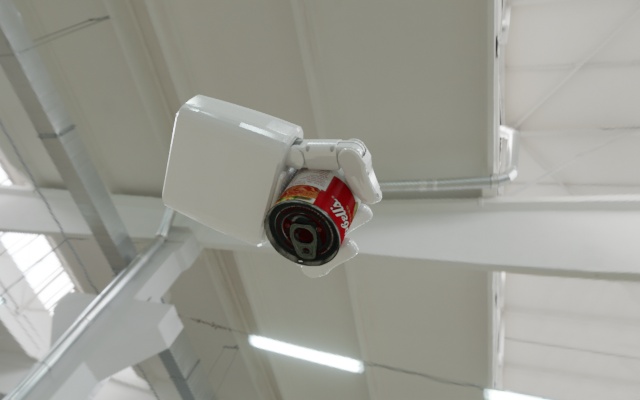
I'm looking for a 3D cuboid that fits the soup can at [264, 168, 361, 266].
[{"bbox_3d":[0.001,0.001,0.435,0.068,0.068,0.102,0,33,23],"label":"soup can"}]
